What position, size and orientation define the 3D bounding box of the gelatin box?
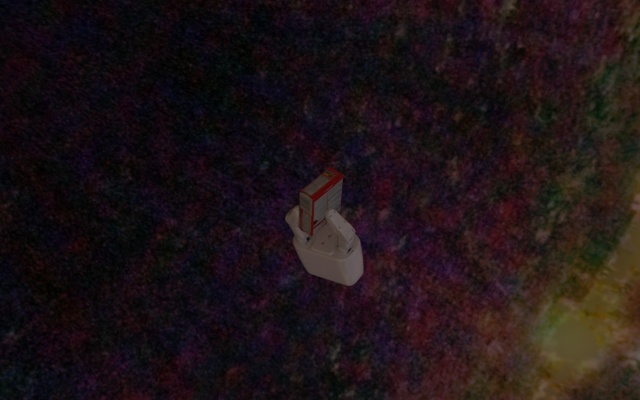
[{"bbox_3d":[0.000,0.002,0.743,0.030,0.089,0.073,33,54,25],"label":"gelatin box"}]
